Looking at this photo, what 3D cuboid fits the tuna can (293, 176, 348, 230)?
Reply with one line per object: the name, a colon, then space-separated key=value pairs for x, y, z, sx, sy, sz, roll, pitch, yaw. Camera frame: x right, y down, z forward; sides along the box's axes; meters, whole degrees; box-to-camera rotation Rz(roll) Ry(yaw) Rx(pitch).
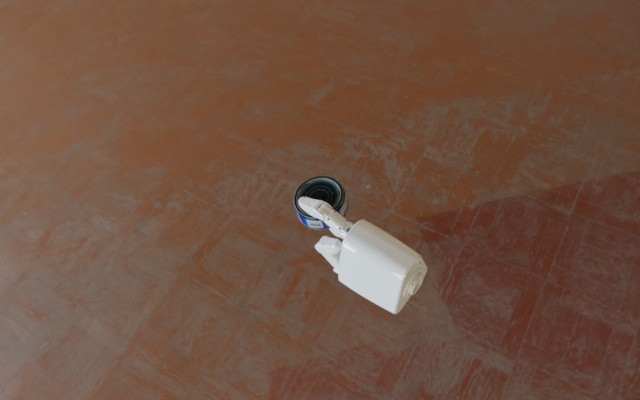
tuna can: x=0.000 y=0.002 z=0.771 sx=0.086 sy=0.086 sz=0.034 roll=0 pitch=-33 yaw=15
